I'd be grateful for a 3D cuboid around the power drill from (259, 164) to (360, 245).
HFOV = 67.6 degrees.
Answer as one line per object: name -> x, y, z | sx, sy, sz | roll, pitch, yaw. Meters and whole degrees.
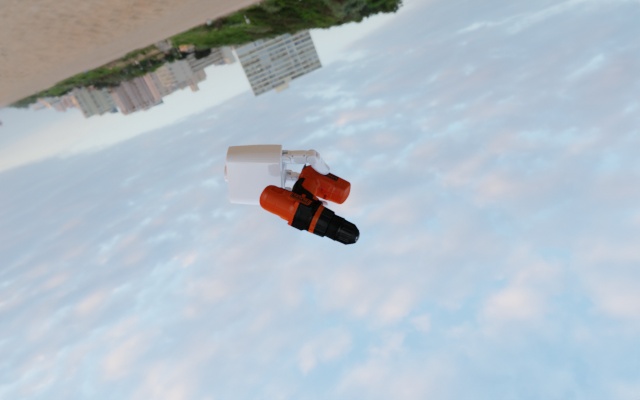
power drill -> 0.000, 0.003, 0.878 | 0.184, 0.057, 0.187 | 26, 24, 6
